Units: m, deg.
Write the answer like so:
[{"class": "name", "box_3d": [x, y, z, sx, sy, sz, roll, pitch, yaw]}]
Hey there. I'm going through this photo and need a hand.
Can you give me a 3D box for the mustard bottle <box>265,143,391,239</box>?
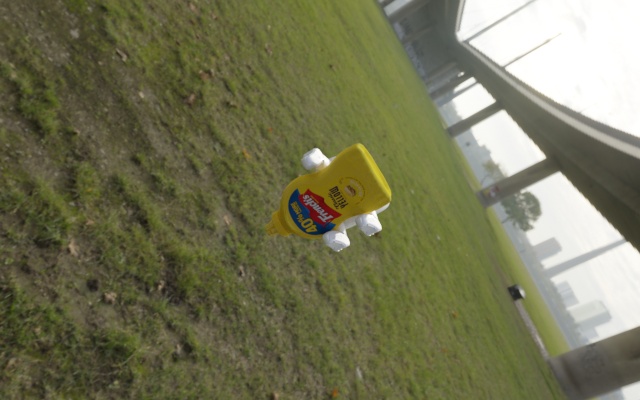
[{"class": "mustard bottle", "box_3d": [0.000, 0.002, 0.702, 0.191, 0.096, 0.058, -29, 16, 17]}]
